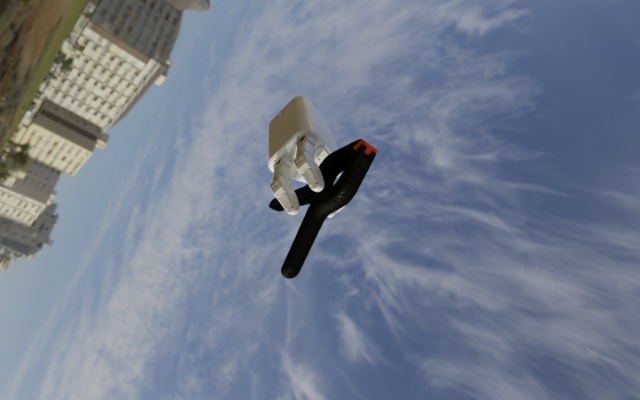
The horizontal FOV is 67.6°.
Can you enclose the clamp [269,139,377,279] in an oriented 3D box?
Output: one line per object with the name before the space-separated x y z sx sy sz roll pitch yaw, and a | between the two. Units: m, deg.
clamp | 0.001 0.002 0.675 0.036 0.164 0.210 29 -57 -33
